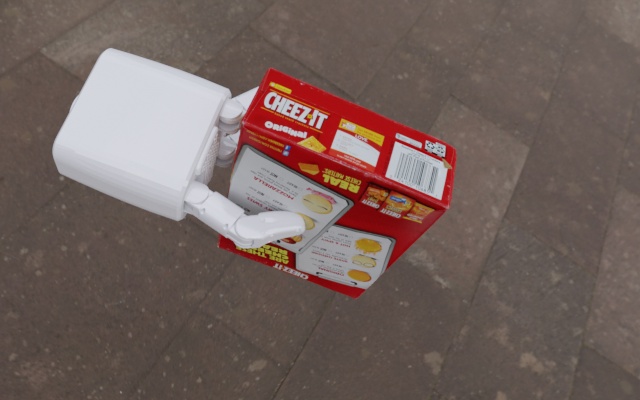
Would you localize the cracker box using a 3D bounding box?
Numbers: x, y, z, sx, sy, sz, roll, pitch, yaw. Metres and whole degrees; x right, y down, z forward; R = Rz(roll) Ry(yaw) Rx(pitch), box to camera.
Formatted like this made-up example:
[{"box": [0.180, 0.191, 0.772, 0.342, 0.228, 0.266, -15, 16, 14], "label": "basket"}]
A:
[{"box": [0.000, 0.002, 0.442, 0.164, 0.072, 0.214, 22, -33, -4], "label": "cracker box"}]
